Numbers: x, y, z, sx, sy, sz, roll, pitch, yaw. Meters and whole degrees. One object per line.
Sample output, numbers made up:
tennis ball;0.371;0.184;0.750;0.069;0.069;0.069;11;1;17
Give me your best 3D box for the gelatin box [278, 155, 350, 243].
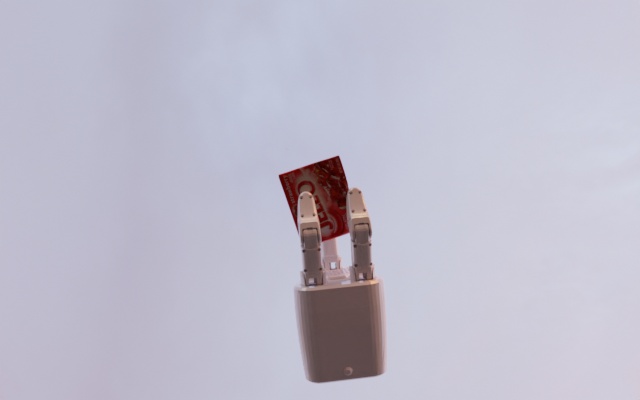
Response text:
gelatin box;0.000;0.001;0.546;0.073;0.089;0.030;-18;-1;-4
